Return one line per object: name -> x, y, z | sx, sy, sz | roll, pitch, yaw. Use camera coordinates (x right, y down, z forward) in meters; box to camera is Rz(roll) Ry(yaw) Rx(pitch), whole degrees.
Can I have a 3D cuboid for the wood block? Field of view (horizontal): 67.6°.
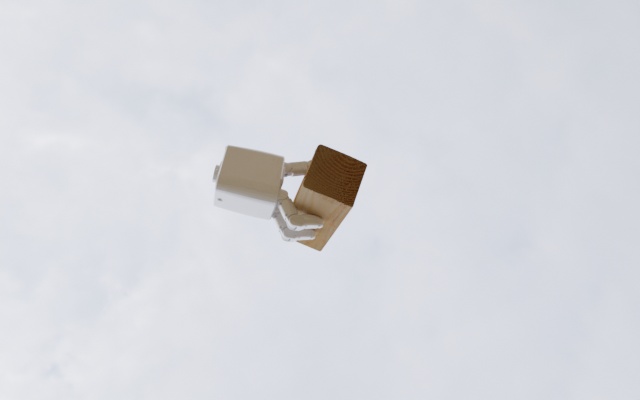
wood block -> 0.000, 0.002, 0.853 | 0.090, 0.090, 0.206 | 23, -29, -4
